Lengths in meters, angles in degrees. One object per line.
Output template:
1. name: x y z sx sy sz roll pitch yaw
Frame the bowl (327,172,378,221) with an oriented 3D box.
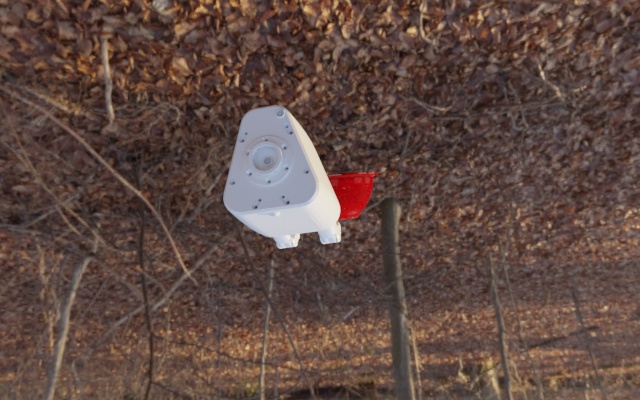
1. bowl: 0.001 0.003 0.639 0.162 0.055 0.162 -8 -3 0
